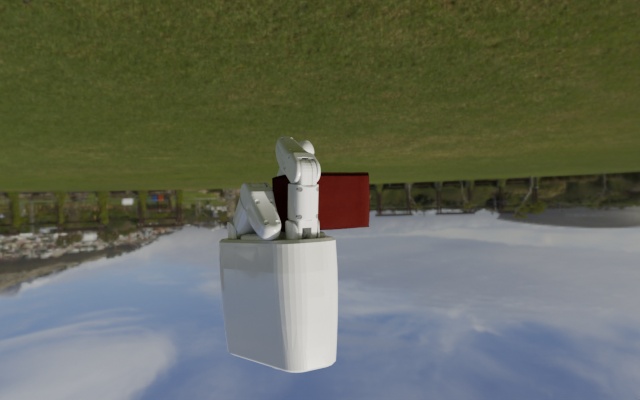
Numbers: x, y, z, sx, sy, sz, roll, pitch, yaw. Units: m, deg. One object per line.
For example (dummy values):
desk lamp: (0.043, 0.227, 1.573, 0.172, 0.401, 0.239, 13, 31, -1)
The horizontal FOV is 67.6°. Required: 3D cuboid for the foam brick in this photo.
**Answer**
foam brick: (0.000, 0.001, 0.444, 0.078, 0.051, 0.053, -2, -2, -28)
